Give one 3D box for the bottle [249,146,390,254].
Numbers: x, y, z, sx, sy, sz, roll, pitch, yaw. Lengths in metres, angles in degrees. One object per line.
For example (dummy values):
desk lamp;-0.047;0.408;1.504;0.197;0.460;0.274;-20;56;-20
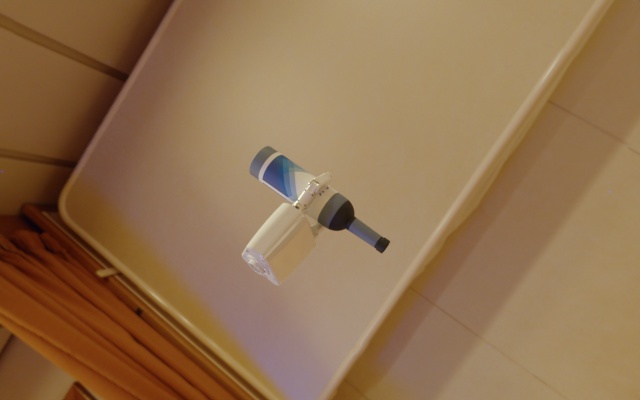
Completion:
bottle;0.000;0.003;0.887;0.295;0.069;0.069;35;10;16
